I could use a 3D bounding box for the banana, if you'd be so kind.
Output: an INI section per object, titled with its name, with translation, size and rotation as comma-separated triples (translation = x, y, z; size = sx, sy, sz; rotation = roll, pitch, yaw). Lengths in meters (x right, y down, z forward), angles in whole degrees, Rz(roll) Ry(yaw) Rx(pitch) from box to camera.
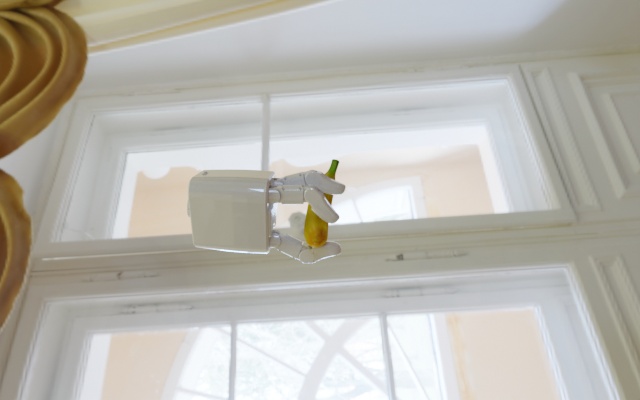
[banana]
translation = -0.002, 0.015, 0.707
size = 0.037, 0.070, 0.197
rotation = 10, 37, 0
